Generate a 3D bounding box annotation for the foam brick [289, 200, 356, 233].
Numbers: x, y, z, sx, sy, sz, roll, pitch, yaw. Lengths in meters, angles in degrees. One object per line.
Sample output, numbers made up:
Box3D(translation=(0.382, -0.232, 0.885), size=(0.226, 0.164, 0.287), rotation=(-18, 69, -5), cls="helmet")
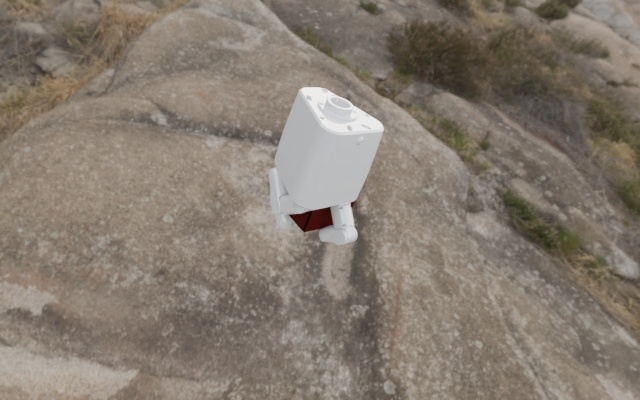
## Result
Box3D(translation=(0.000, 0.002, 0.646), size=(0.078, 0.051, 0.053), rotation=(-11, 45, -40), cls="foam brick")
